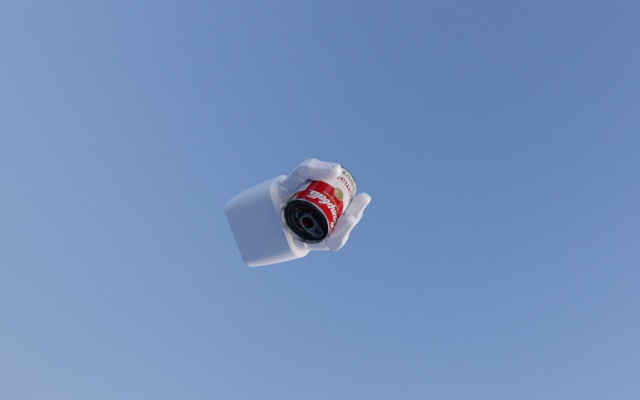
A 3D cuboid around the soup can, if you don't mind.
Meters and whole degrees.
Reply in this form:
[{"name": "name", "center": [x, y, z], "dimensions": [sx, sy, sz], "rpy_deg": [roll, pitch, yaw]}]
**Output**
[{"name": "soup can", "center": [0.001, 0.002, 0.642], "dimensions": [0.068, 0.068, 0.102], "rpy_deg": [0, 31, 28]}]
